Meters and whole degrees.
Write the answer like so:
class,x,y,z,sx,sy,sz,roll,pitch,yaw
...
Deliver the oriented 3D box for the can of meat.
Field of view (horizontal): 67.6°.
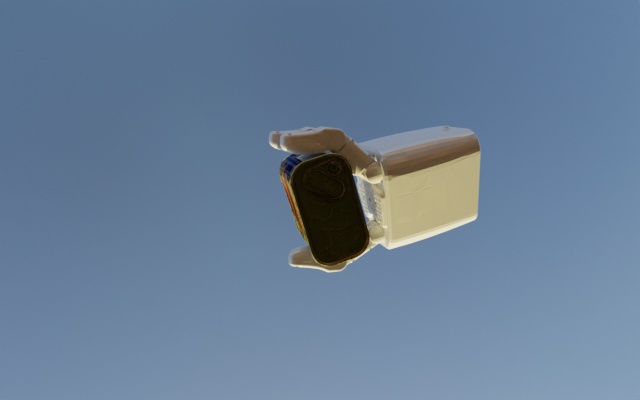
class,x,y,z,sx,sy,sz,roll,pitch,yaw
can of meat,0.000,0.002,0.469,0.057,0.102,0.084,-19,16,-10
